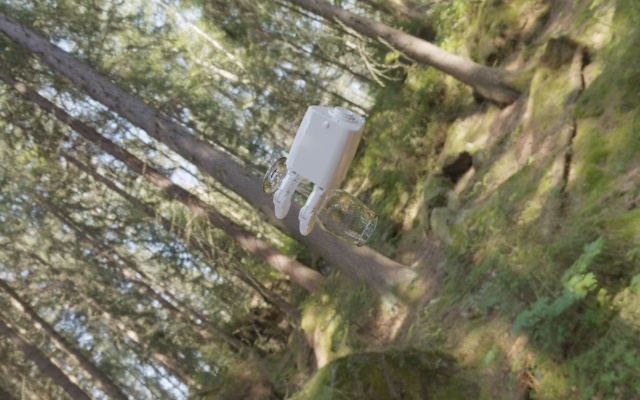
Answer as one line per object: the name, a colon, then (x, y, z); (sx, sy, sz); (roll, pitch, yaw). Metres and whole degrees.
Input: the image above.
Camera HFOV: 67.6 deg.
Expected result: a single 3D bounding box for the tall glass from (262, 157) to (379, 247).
tall glass: (0.000, 0.002, 0.825); (0.201, 0.079, 0.079); (32, 11, 19)
